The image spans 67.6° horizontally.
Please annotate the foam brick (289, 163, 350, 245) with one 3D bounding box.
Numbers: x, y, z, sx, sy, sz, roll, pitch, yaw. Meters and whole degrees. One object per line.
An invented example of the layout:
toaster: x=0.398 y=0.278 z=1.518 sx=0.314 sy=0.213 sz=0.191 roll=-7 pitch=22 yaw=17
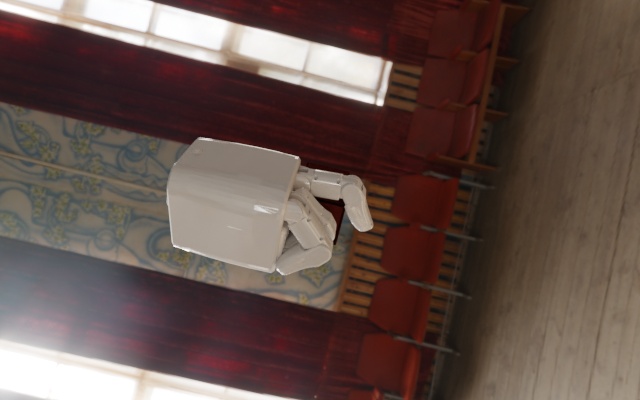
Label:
foam brick: x=0.000 y=0.002 z=0.517 sx=0.051 sy=0.053 sz=0.078 roll=13 pitch=30 yaw=0
